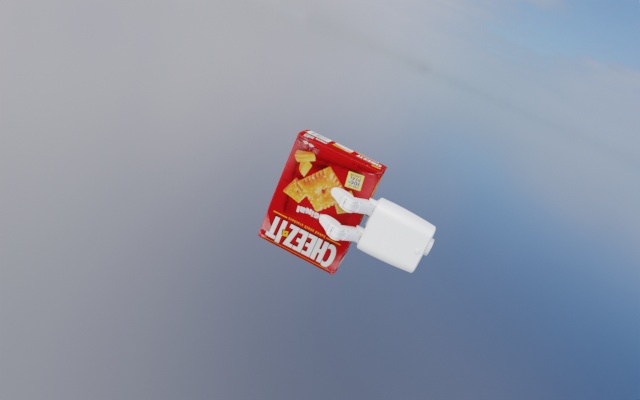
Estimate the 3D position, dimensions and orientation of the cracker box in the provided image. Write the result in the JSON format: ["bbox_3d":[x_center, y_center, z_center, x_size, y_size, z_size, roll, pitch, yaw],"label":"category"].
[{"bbox_3d":[0.000,0.003,0.865,0.164,0.214,0.072,27,19,9],"label":"cracker box"}]
